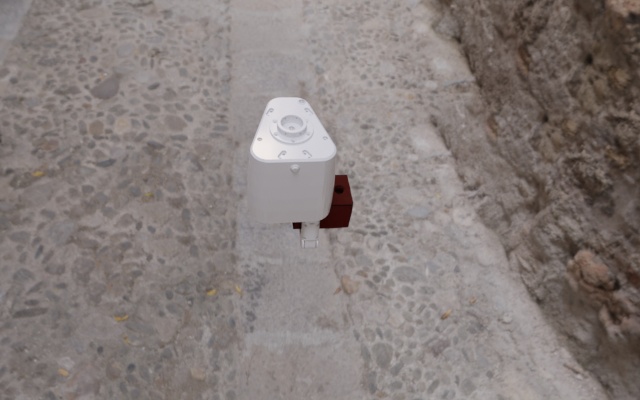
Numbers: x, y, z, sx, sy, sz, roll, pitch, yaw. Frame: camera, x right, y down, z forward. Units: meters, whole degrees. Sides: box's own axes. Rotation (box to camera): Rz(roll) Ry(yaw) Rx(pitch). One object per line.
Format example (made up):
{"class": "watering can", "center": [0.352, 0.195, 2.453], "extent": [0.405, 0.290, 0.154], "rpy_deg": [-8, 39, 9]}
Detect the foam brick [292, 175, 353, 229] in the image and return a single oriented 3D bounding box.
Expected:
{"class": "foam brick", "center": [0.000, 0.002, 0.631], "extent": [0.078, 0.053, 0.051], "rpy_deg": [-2, -39, -9]}
